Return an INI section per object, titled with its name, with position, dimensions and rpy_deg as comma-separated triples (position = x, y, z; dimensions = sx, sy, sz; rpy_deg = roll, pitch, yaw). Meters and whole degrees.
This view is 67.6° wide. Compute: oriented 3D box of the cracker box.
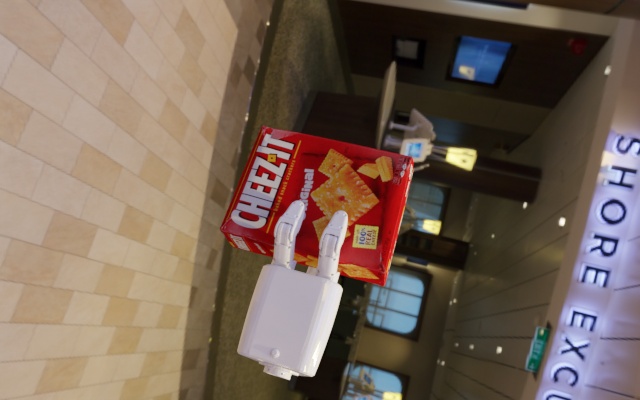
[cracker box]
position = 0.000, 0.002, 0.625
dimensions = 0.213, 0.164, 0.072
rpy_deg = 13, -23, 11
